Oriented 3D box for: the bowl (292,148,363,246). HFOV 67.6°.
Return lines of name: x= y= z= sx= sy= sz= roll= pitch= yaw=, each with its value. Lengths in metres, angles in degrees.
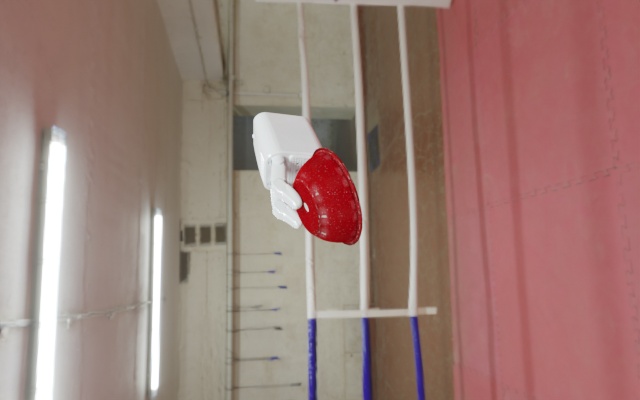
bowl: x=0.000 y=0.003 z=0.742 sx=0.055 sy=0.162 sz=0.162 roll=-20 pitch=8 yaw=-22
